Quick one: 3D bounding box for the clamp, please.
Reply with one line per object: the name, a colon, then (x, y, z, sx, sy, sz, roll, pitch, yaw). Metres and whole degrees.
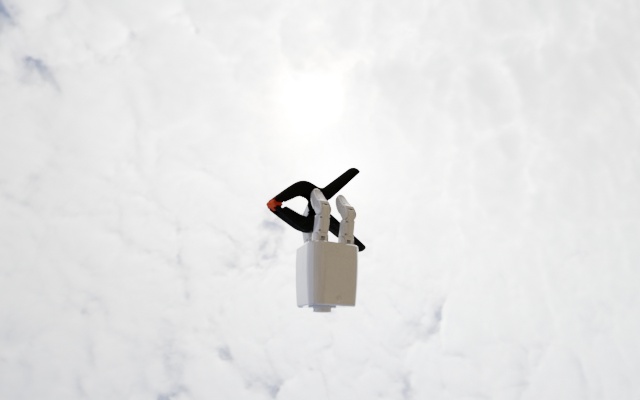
clamp: (-0.001, 0.003, 0.875, 0.210, 0.164, 0.036, 12, -18, -33)
